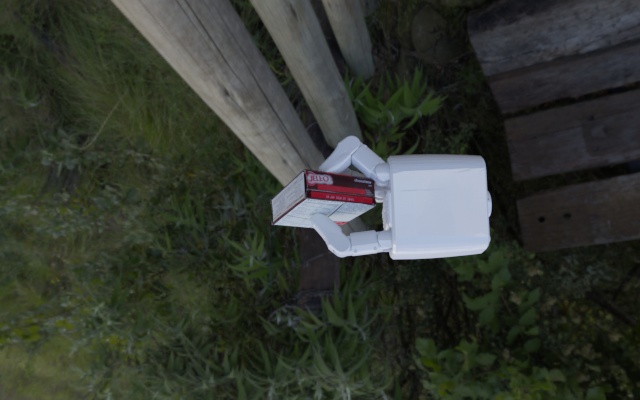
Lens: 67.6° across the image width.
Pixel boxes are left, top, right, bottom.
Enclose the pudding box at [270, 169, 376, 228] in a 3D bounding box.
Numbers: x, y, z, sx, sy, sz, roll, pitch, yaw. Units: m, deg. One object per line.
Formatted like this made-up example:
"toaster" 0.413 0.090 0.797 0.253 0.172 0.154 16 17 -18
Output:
"pudding box" 0.000 0.002 0.571 0.090 0.039 0.113 7 -23 -24
